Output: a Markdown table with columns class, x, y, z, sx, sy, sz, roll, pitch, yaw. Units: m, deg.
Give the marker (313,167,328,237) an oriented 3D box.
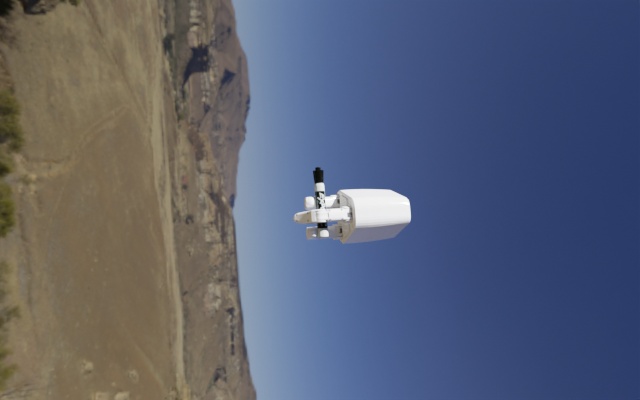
| class | x | y | z | sx | sy | sz | roll | pitch | yaw |
| --- | --- | --- | --- | --- | --- | --- | --- | --- | --- |
| marker | 0.000 | 0.003 | 0.824 | 0.020 | 0.121 | 0.020 | -4 | -4 | 0 |
